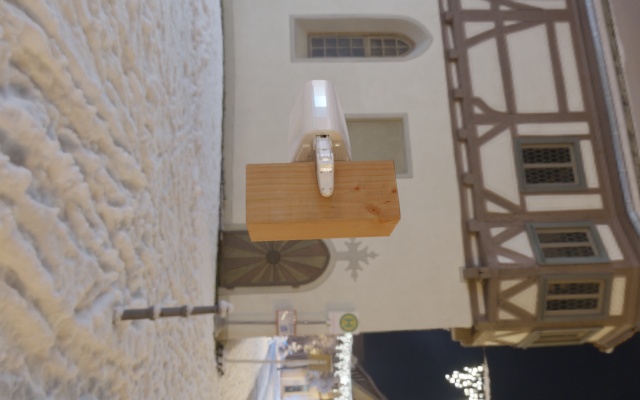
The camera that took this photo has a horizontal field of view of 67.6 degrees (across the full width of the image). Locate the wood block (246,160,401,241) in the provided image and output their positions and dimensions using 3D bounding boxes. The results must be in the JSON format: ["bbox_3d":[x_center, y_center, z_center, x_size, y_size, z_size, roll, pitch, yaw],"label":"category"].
[{"bbox_3d":[0.000,0.002,0.683,0.206,0.090,0.091,-2,-21,-3],"label":"wood block"}]
